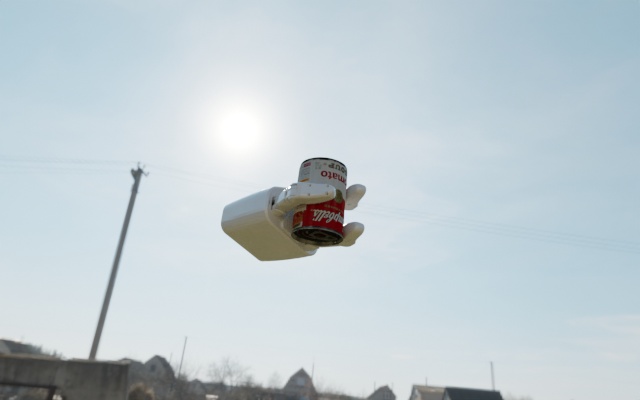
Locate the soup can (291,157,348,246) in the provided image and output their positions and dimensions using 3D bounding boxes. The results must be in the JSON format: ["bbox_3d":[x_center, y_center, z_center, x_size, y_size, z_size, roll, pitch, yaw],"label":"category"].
[{"bbox_3d":[0.000,0.002,0.636,0.068,0.102,0.068,5,-23,2],"label":"soup can"}]
